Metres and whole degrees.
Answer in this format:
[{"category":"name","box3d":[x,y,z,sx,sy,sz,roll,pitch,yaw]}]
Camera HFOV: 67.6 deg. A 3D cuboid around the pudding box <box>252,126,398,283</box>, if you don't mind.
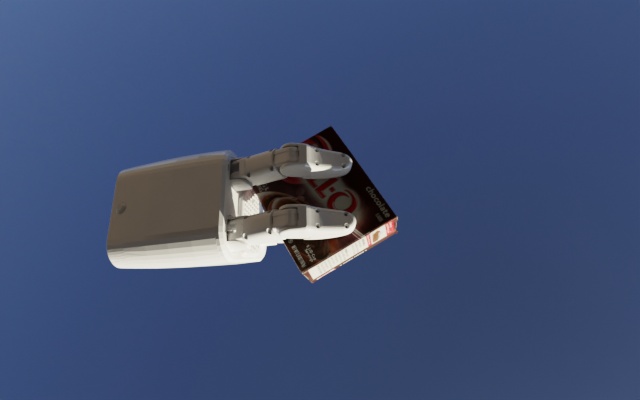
[{"category":"pudding box","box3d":[0.000,0.001,0.416,0.090,0.113,0.039,-31,-26,-4]}]
